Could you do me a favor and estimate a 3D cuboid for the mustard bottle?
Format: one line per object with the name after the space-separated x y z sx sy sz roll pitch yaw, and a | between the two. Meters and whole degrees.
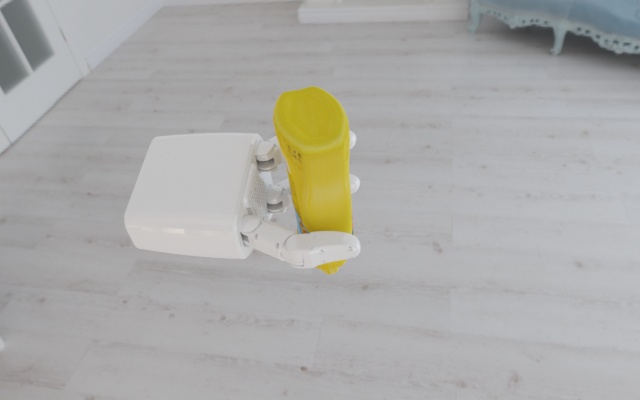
0.000 0.001 0.438 0.058 0.192 0.096 -14 43 -8 | mustard bottle
